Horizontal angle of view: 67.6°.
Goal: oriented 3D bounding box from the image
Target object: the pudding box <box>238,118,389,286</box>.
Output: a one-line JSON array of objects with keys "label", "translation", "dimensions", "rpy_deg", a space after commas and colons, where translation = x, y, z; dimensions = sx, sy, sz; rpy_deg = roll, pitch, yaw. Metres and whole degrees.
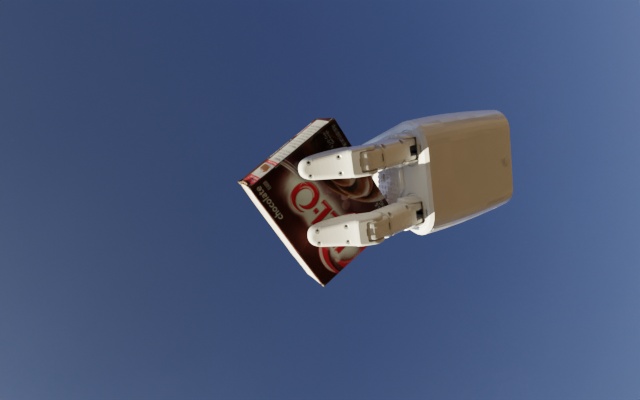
[{"label": "pudding box", "translation": [0.000, 0.001, 0.403], "dimensions": [0.090, 0.113, 0.039], "rpy_deg": [-42, 23, -14]}]
